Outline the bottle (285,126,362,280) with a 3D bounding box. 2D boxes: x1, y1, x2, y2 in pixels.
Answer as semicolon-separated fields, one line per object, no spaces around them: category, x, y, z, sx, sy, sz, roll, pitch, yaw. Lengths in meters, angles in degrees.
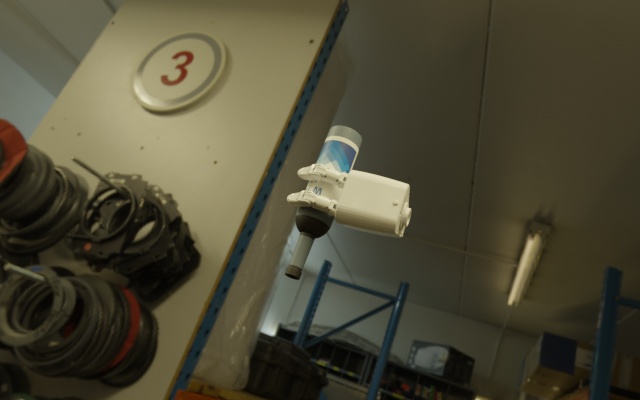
bottle;0.000;0.003;0.870;0.069;0.295;0.069;18;-21;7
